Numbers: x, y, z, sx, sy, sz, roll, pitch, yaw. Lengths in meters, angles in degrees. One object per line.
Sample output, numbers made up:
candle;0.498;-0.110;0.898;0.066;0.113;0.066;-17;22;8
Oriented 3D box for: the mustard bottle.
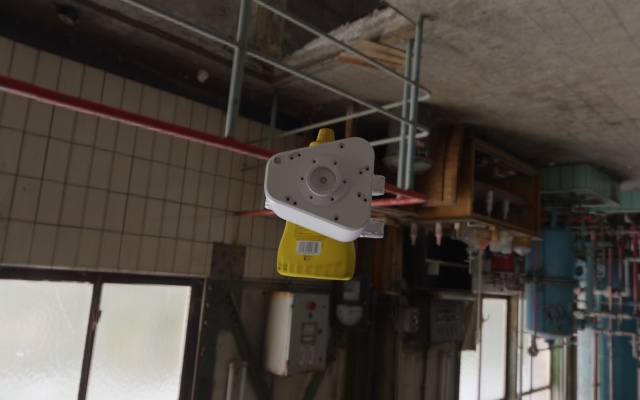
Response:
mustard bottle;0.000;0.002;0.608;0.096;0.191;0.058;1;-9;25
